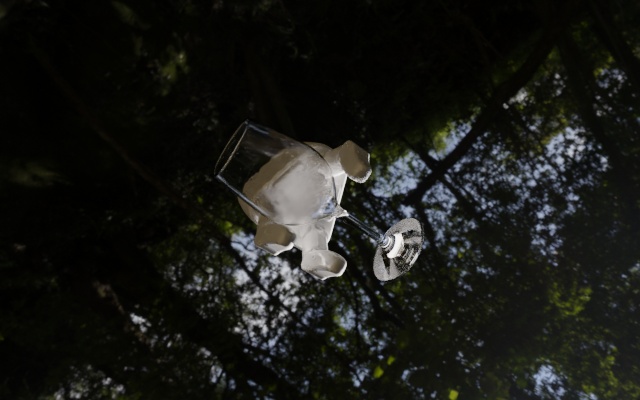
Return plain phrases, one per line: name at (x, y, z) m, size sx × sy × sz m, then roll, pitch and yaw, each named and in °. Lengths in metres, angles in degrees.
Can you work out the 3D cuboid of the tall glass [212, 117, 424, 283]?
tall glass at (0.001, 0.002, 0.455) m, size 0.201 × 0.079 × 0.079 m, roll 32°, pitch -13°, yaw -21°
